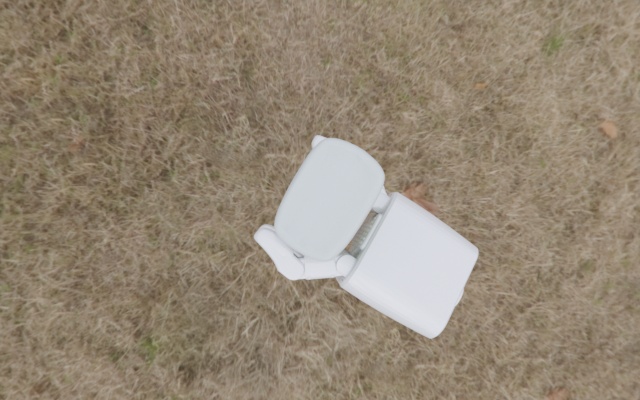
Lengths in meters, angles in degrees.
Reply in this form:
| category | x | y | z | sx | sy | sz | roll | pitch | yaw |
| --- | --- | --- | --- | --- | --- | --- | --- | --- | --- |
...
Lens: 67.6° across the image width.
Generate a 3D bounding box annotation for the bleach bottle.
| category | x | y | z | sx | sy | sz | roll | pitch | yaw |
| --- | --- | --- | --- | --- | --- | --- | --- | --- | --- |
| bleach bottle | 0.000 | 0.002 | 0.507 | 0.068 | 0.102 | 0.251 | 32 | -2 | -2 |
